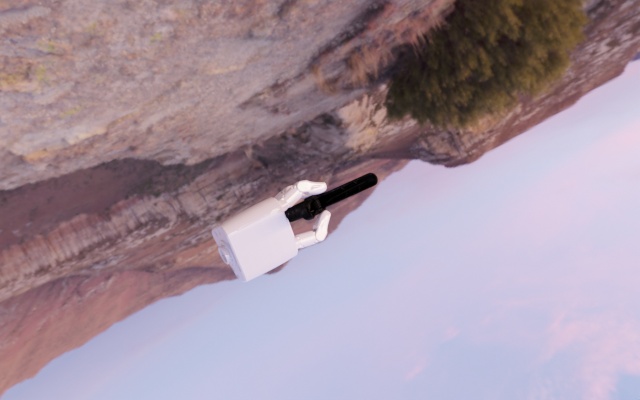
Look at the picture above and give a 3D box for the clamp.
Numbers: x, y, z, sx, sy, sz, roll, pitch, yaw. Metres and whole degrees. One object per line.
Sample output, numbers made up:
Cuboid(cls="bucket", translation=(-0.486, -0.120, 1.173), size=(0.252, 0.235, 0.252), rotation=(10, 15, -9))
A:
Cuboid(cls="clamp", translation=(0.000, 0.004, 0.876), size=(0.164, 0.036, 0.210), rotation=(-26, 3, -26))
